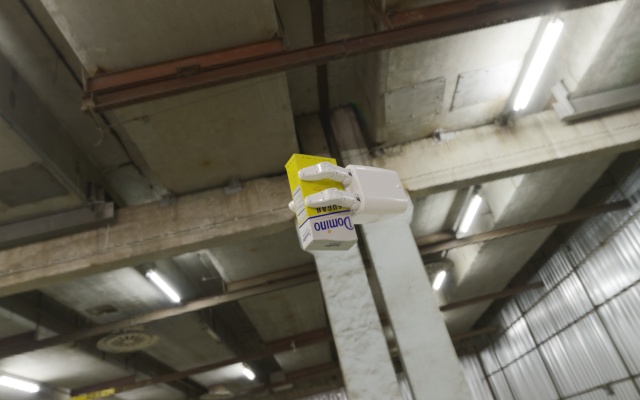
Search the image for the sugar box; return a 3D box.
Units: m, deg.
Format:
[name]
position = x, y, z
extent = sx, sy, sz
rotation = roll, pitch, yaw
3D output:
[sugar box]
position = 0.000, 0.002, 0.853
extent = 0.093, 0.176, 0.048
rotation = 3, -35, -31
